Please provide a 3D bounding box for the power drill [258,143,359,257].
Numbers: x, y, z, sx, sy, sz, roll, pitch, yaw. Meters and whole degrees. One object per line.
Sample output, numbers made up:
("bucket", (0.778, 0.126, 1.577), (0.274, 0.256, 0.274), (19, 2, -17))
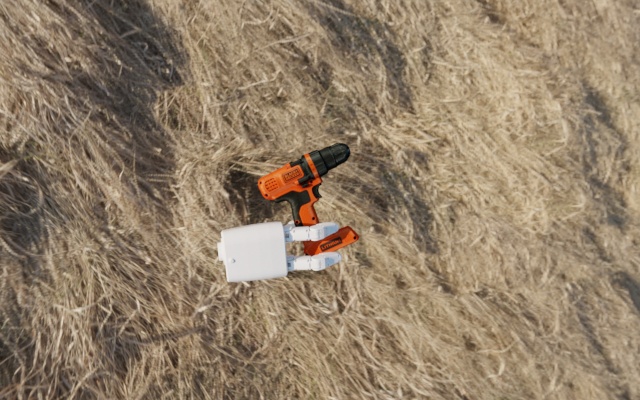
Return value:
("power drill", (0.000, 0.003, 0.894), (0.184, 0.187, 0.057), (-25, -2, 2))
